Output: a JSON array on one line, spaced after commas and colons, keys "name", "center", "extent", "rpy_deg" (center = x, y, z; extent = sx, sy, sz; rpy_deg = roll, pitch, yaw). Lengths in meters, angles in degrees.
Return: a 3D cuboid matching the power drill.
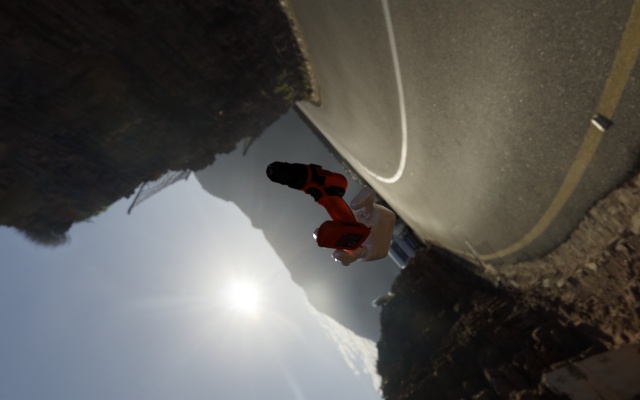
[{"name": "power drill", "center": [0.000, 0.003, 0.890], "extent": [0.184, 0.187, 0.057], "rpy_deg": [8, -49, -36]}]
